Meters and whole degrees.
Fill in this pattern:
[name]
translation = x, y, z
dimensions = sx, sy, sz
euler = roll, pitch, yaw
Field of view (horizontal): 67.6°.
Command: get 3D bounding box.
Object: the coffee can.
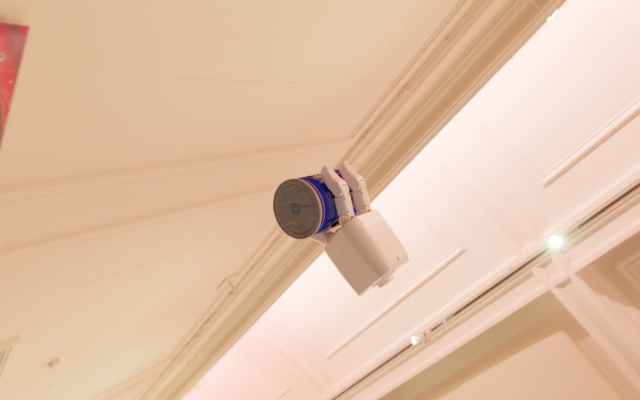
[coffee can]
translation = 0.000, 0.003, 0.844
dimensions = 0.103, 0.103, 0.140
euler = 0, 10, 38
